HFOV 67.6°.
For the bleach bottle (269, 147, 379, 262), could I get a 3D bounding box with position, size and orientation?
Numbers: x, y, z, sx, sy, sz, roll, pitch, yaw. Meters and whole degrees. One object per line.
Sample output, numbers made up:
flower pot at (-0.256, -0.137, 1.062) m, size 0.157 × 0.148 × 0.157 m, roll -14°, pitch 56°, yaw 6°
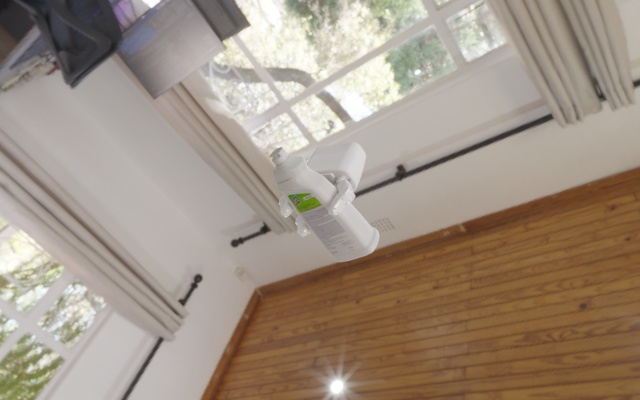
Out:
bleach bottle at (0.000, 0.003, 0.876) m, size 0.102 × 0.251 × 0.068 m, roll -22°, pitch 28°, yaw 33°
